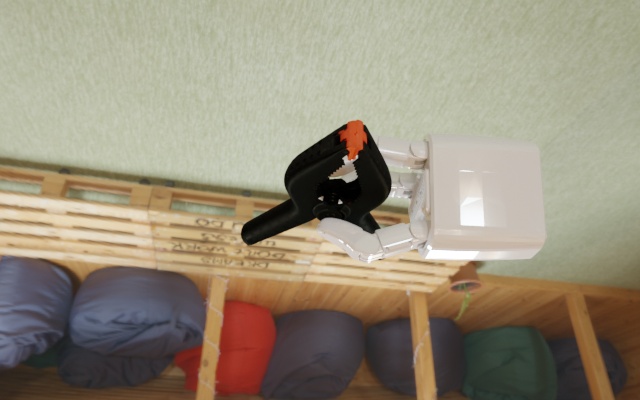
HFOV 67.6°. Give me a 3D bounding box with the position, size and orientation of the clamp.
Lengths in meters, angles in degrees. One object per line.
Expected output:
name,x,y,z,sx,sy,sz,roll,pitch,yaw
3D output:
clamp,0.000,0.002,0.448,0.164,0.036,0.210,3,-31,-1
